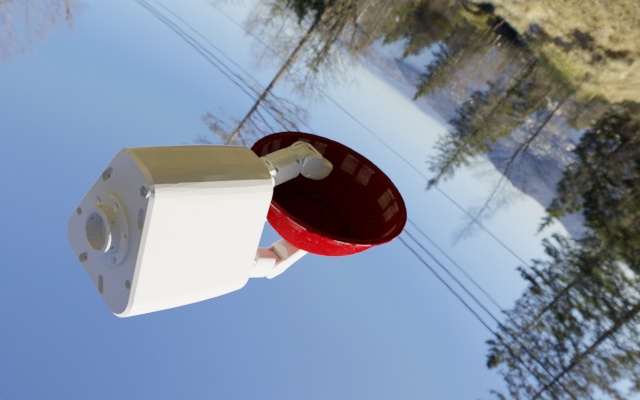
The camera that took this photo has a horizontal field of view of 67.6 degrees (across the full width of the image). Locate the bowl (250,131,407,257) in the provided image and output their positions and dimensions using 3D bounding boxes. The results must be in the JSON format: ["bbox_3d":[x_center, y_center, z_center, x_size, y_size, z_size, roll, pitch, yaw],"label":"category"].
[{"bbox_3d":[0.001,0.002,0.465,0.162,0.055,0.162,18,36,-13],"label":"bowl"}]
